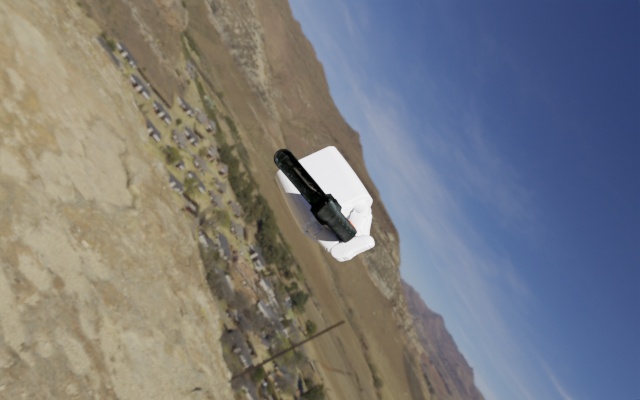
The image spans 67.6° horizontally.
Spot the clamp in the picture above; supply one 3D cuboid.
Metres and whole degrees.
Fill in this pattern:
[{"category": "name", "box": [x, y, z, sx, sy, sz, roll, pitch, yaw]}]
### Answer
[{"category": "clamp", "box": [0.001, 0.002, 0.616, 0.039, 0.120, 0.171, -34, -27, 1]}]
